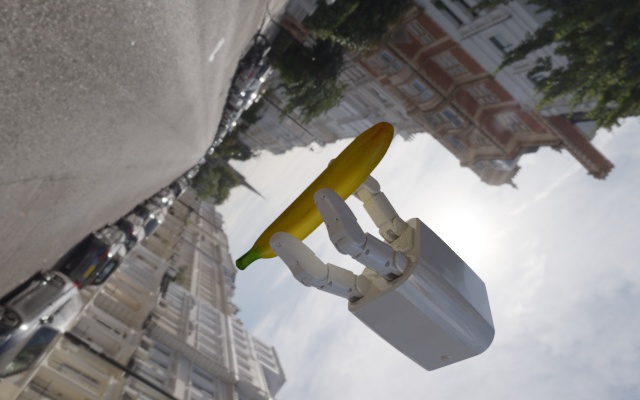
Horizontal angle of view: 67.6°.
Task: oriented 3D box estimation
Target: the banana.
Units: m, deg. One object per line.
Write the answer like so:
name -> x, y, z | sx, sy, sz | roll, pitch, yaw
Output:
banana -> 0.001, -0.001, 0.457 | 0.198, 0.037, 0.069 | -45, 4, 18
